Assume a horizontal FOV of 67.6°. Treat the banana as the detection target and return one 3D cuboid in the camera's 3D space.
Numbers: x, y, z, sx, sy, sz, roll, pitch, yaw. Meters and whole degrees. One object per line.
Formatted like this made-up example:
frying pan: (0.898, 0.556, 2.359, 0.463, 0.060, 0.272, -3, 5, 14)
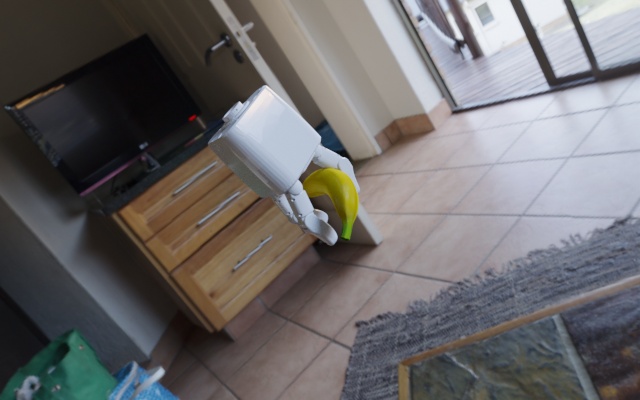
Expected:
banana: (0.011, -0.012, 0.664, 0.037, 0.069, 0.197, 30, 7, -23)
